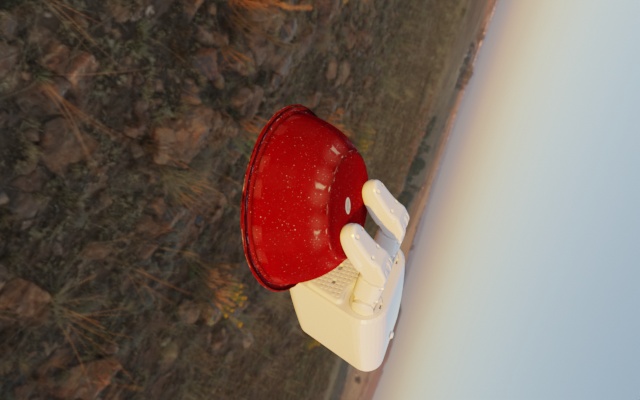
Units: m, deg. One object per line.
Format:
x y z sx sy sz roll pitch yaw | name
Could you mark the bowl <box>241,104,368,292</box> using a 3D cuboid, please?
0.000 0.001 0.403 0.055 0.162 0.162 7 3 25 | bowl
